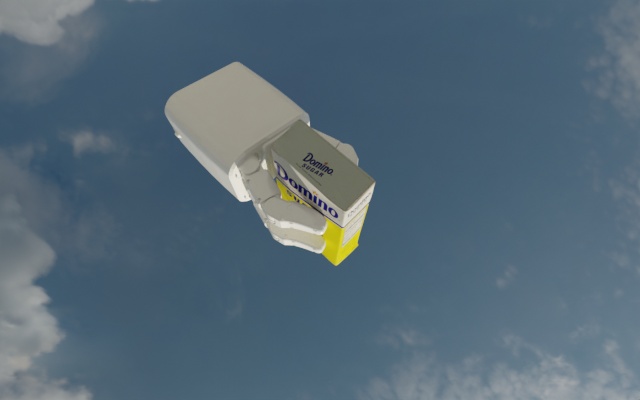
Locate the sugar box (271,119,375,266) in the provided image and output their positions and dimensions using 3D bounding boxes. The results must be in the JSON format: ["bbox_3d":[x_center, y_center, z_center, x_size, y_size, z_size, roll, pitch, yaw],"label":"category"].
[{"bbox_3d":[0.000,0.002,0.488,0.093,0.048,0.176,41,-15,15],"label":"sugar box"}]
